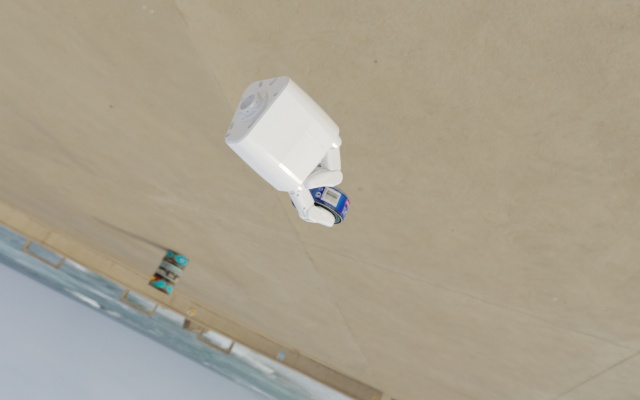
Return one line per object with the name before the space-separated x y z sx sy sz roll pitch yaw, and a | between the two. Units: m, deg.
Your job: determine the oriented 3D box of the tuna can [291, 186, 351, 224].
tuna can | 0.000 0.003 0.718 0.086 0.033 0.086 20 -19 7
